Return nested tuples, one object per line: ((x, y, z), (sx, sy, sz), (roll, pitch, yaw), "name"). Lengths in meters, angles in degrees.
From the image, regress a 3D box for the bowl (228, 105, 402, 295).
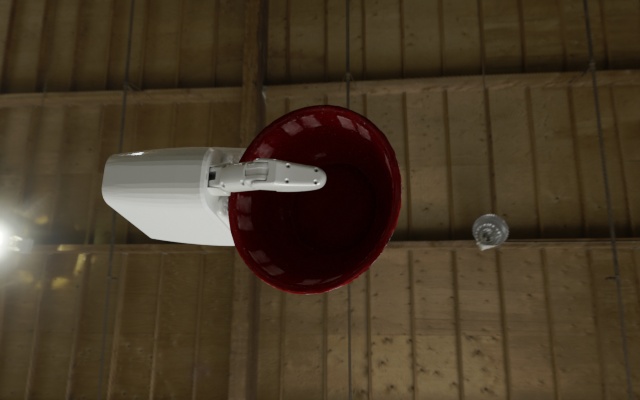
((0.001, 0.002, 0.420), (0.162, 0.162, 0.055), (0, -12, 26), "bowl")
